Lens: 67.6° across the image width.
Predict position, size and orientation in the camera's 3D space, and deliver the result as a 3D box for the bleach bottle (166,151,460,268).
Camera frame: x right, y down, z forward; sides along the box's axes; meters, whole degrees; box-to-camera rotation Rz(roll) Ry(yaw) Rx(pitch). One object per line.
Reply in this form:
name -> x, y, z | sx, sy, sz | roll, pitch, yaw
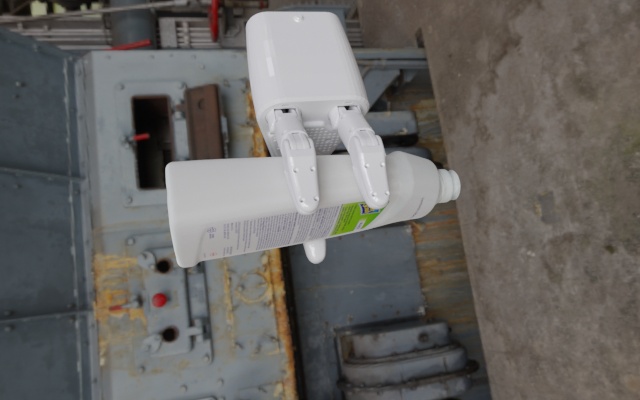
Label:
bleach bottle -> 0.000, 0.001, 0.418 | 0.251, 0.068, 0.103 | -5, -26, -15
